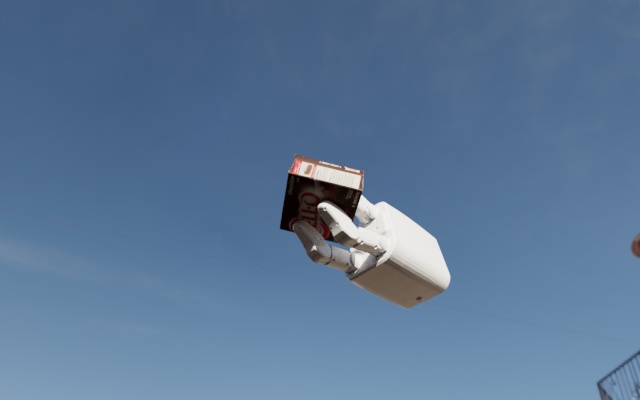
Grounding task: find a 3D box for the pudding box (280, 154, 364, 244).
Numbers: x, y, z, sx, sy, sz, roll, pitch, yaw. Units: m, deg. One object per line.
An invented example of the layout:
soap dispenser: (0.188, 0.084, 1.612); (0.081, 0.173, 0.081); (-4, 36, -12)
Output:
pudding box: (0.000, 0.002, 0.599); (0.090, 0.039, 0.114); (13, -44, 0)
